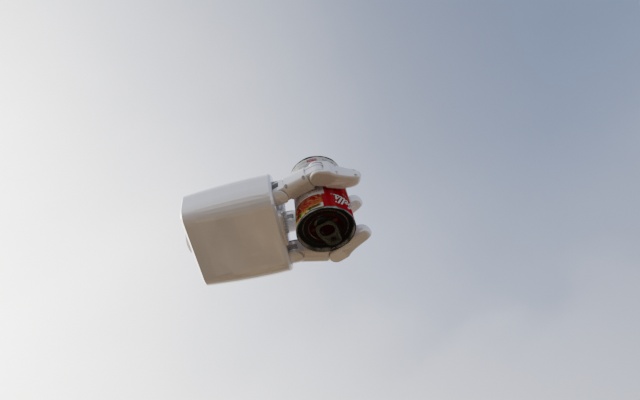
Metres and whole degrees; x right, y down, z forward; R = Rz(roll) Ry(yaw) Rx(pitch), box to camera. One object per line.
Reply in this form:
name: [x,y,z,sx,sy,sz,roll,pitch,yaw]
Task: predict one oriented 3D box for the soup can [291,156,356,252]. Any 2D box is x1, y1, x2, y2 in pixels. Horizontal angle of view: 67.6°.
soup can: [0.001,0.001,0.568,0.068,0.069,0.102,0,39,-9]
